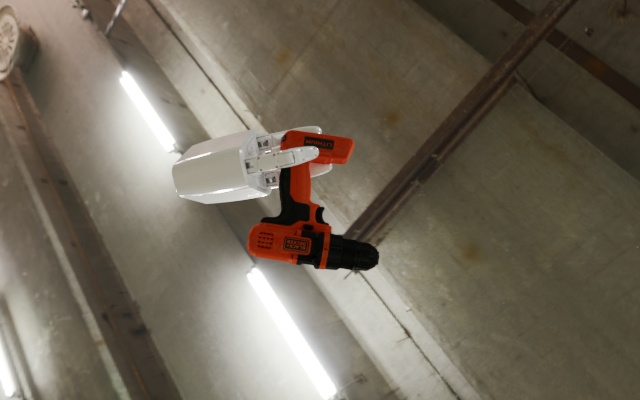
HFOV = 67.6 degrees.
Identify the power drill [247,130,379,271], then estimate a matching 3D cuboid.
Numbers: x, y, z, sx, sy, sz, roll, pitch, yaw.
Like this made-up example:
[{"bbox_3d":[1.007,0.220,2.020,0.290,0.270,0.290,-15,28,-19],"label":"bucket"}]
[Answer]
[{"bbox_3d":[0.000,0.002,0.675,0.184,0.187,0.057,9,-13,-5],"label":"power drill"}]
